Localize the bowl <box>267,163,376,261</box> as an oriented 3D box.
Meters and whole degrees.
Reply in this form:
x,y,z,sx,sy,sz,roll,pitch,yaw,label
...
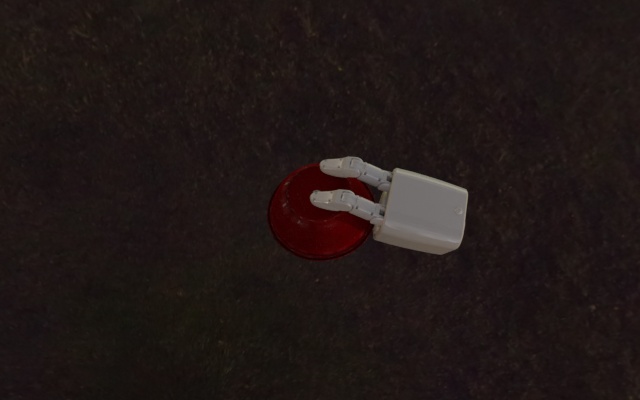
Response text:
x,y,z,sx,sy,sz,roll,pitch,yaw,label
-0.001,0.002,0.681,0.162,0.162,0.055,0,-30,4,bowl
